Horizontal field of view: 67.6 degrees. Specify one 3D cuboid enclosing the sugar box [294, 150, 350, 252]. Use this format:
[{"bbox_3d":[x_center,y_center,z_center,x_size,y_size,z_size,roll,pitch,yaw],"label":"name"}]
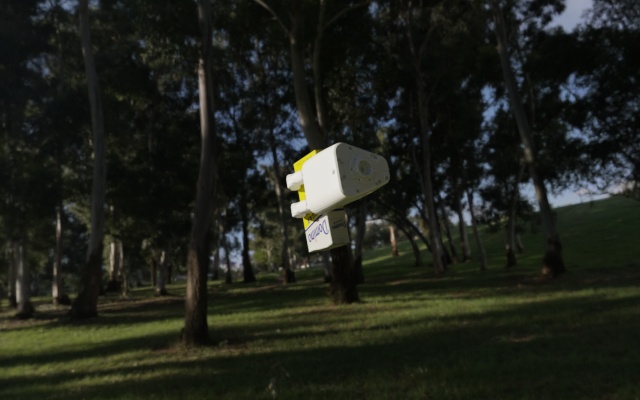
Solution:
[{"bbox_3d":[0.000,0.003,0.890,0.048,0.176,0.093,-2,-13,-29],"label":"sugar box"}]
